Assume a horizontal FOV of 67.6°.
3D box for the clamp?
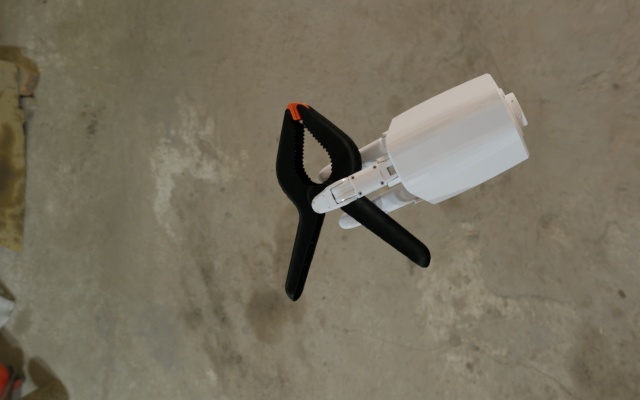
[{"bbox_3d":[0.000,0.001,0.505,0.164,0.210,0.036,-26,-2,21],"label":"clamp"}]
